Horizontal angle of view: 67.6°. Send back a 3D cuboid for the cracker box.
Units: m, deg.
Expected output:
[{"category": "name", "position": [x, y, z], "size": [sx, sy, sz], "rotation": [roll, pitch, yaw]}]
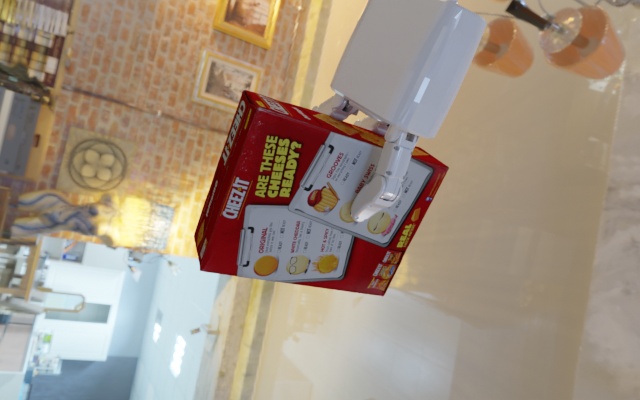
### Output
[{"category": "cracker box", "position": [0.000, 0.002, 0.485], "size": [0.214, 0.164, 0.072], "rotation": [13, 21, -27]}]
